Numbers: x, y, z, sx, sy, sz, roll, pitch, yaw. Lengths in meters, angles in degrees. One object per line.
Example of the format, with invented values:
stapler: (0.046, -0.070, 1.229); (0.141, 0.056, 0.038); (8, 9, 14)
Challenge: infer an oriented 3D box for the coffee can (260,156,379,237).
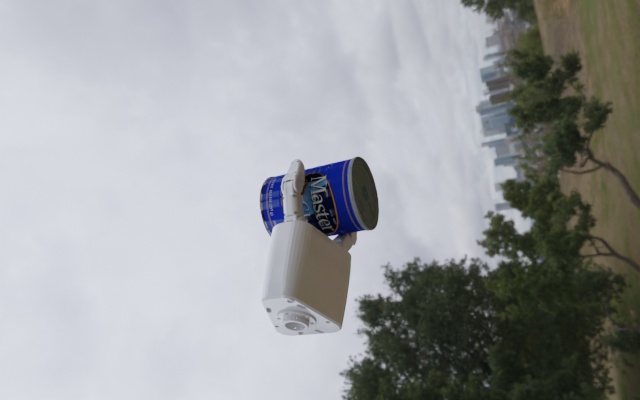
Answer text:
coffee can: (0.000, 0.002, 0.678); (0.140, 0.103, 0.103); (-11, -5, 23)
